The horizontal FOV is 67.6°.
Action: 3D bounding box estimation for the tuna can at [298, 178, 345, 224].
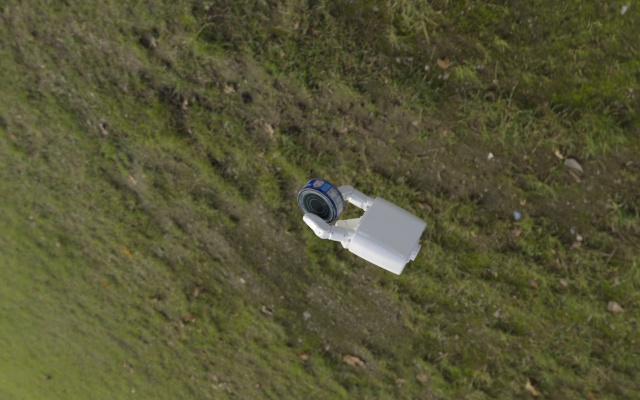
[{"bbox_3d":[0.000,0.003,0.891,0.086,0.086,0.033,0,35,39],"label":"tuna can"}]
